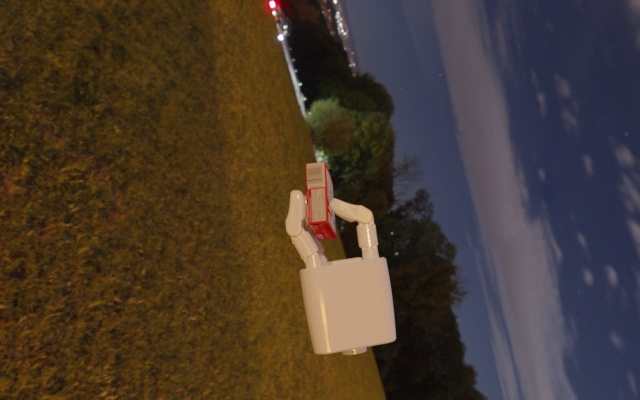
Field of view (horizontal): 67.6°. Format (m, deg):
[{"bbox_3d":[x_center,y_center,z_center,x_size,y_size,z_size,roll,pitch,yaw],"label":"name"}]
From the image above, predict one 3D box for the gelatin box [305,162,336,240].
[{"bbox_3d":[0.001,0.002,0.651,0.030,0.089,0.073,-5,-20,8],"label":"gelatin box"}]
